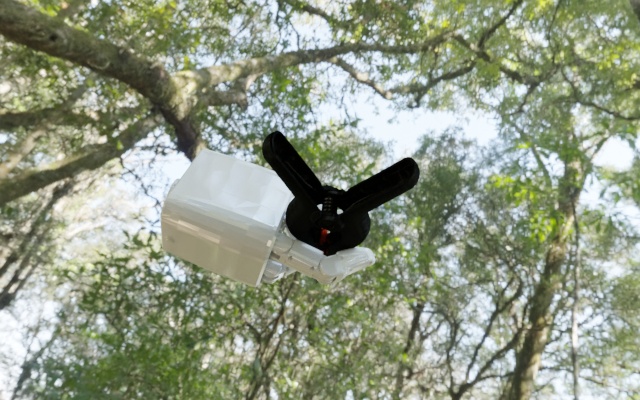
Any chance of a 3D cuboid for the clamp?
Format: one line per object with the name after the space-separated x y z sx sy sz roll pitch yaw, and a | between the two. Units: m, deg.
0.000 0.001 0.418 0.120 0.039 0.172 21 -35 -3 | clamp
